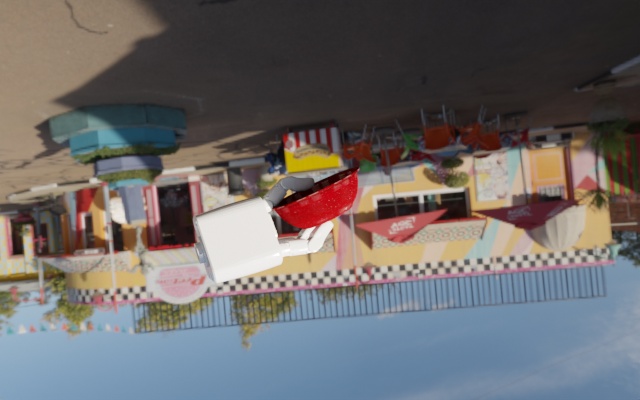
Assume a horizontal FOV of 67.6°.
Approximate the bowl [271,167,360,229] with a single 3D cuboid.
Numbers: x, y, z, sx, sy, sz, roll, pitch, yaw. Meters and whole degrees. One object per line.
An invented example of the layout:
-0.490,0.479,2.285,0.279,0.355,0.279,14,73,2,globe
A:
0.002,0.002,0.780,0.162,0.055,0.162,-25,7,3,bowl
